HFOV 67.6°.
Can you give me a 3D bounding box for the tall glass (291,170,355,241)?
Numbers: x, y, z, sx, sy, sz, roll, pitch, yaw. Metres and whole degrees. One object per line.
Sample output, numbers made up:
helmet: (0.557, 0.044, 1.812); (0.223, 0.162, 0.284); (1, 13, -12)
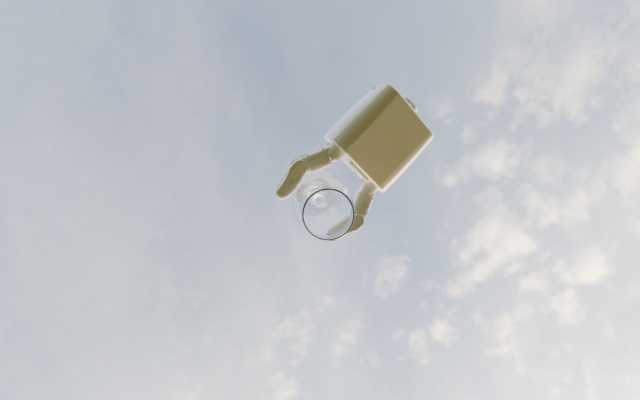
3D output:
tall glass: (0.000, 0.002, 0.651); (0.079, 0.079, 0.201); (0, 9, -5)
